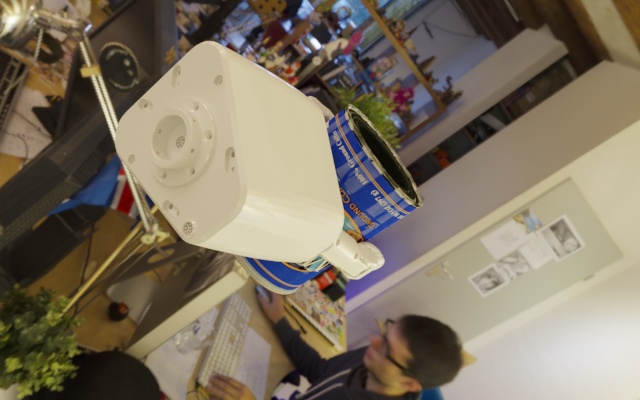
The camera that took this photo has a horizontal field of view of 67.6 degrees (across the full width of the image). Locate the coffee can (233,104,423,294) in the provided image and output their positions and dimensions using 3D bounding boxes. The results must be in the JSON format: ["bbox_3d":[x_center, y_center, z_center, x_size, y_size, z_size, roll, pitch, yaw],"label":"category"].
[{"bbox_3d":[0.000,0.002,0.411,0.140,0.103,0.103,-36,-13,18],"label":"coffee can"}]
